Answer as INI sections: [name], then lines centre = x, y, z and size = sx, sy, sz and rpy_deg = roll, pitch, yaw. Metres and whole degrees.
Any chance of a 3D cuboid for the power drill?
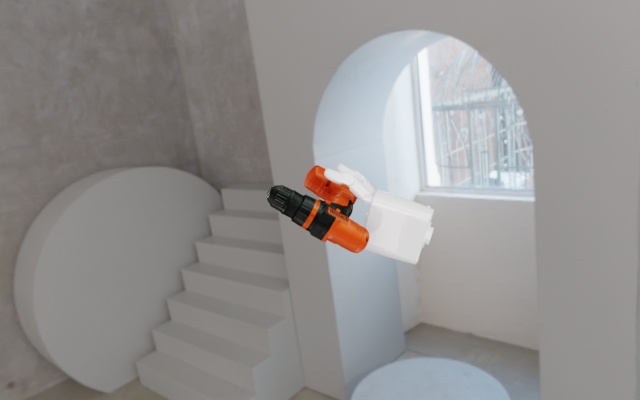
[power drill]
centre = 0.000, 0.003, 0.842
size = 0.184, 0.057, 0.187
rpy_deg = 31, 24, -9
